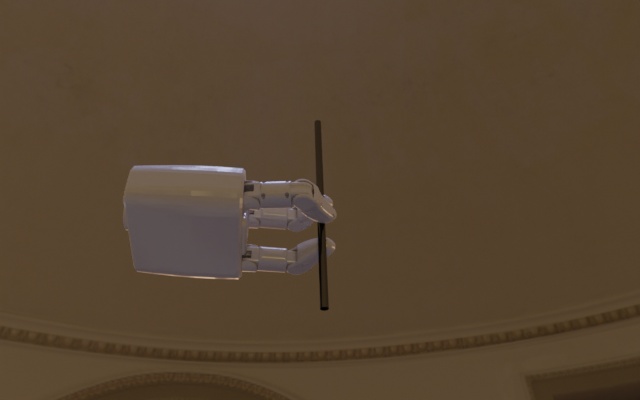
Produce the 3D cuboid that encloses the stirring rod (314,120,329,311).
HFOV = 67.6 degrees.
[{"bbox_3d":[0.000,0.002,0.500,0.011,0.239,0.011,-1,-37,-1],"label":"stirring rod"}]
